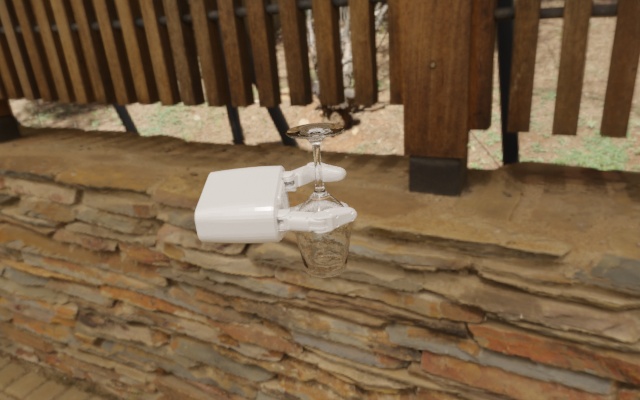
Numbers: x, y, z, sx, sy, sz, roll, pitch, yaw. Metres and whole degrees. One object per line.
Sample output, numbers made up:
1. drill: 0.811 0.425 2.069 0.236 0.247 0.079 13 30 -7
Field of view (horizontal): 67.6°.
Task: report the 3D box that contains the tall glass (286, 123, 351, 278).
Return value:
1. tall glass: 0.000 0.001 0.643 0.079 0.201 0.079 -4 22 2
